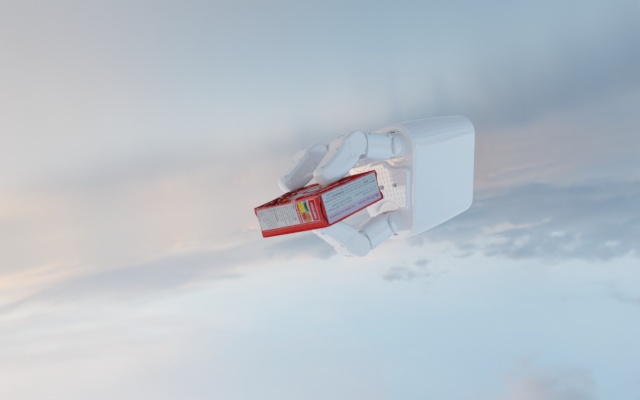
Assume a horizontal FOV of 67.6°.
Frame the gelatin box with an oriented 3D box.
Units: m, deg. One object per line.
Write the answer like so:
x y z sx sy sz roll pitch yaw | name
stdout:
0.000 0.002 0.409 0.073 0.030 0.089 -11 9 39 | gelatin box
